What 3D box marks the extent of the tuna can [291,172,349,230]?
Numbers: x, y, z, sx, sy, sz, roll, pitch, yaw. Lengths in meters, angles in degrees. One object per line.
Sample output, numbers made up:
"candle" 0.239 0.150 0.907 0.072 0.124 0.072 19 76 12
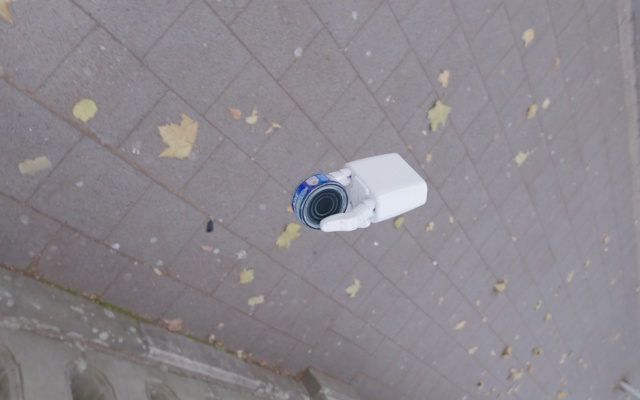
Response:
"tuna can" 0.000 0.003 0.734 0.086 0.086 0.033 0 28 -31
